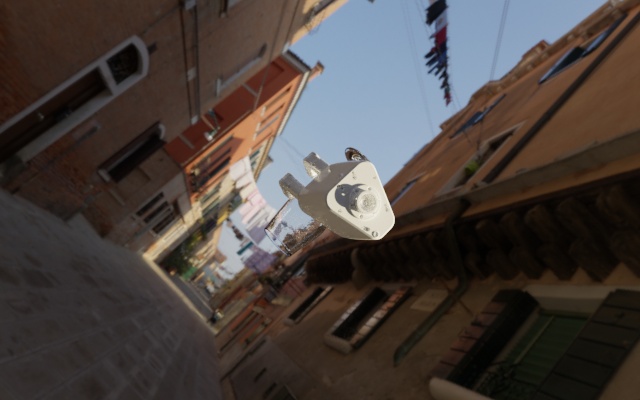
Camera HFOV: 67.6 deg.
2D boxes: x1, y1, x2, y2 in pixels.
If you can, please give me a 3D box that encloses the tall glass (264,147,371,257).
[{"bbox_3d":[0.001,0.002,0.793,0.201,0.079,0.079,-43,15,-16],"label":"tall glass"}]
